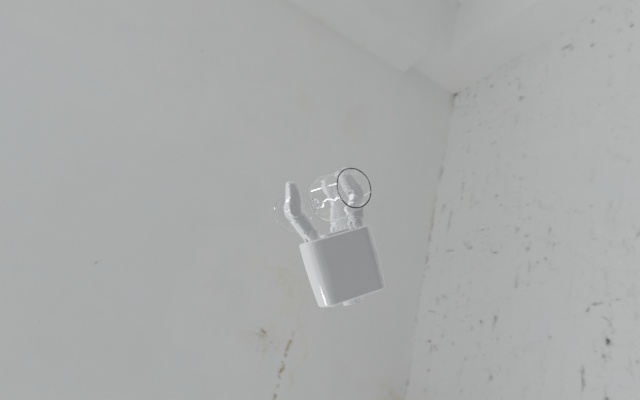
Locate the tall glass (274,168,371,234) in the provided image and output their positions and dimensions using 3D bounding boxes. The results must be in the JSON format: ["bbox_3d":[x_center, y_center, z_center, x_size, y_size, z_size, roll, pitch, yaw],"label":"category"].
[{"bbox_3d":[0.000,0.003,0.779,0.079,0.079,0.201,0,-13,-30],"label":"tall glass"}]
